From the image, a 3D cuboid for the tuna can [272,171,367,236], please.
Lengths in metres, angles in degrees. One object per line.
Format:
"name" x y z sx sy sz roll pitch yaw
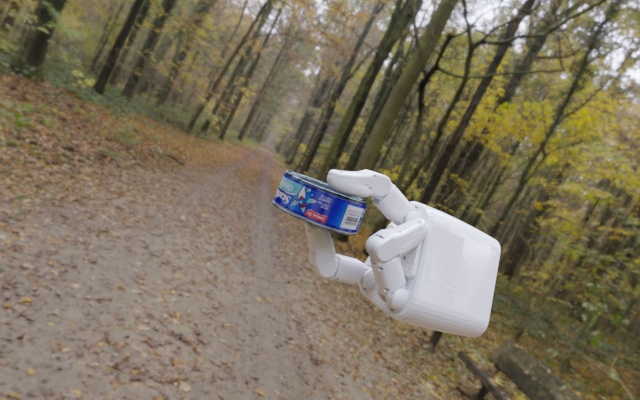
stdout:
"tuna can" 0.000 0.001 0.453 0.086 0.034 0.086 21 6 -2
